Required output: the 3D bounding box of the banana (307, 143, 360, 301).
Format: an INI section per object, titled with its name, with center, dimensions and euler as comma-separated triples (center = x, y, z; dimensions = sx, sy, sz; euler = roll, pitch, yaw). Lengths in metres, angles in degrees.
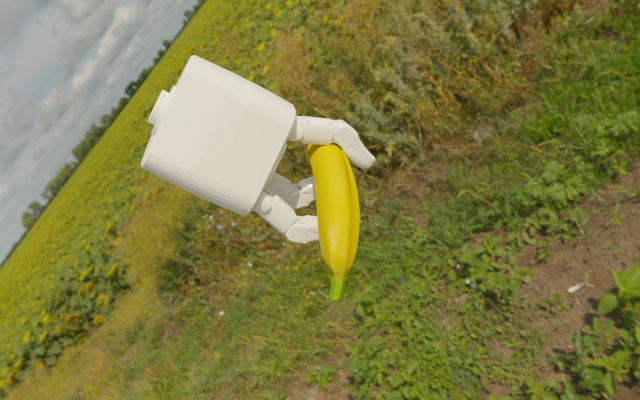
[banana]
center = 0.008, -0.008, 0.458
dimensions = 0.037, 0.197, 0.070
euler = 14, -44, -20
